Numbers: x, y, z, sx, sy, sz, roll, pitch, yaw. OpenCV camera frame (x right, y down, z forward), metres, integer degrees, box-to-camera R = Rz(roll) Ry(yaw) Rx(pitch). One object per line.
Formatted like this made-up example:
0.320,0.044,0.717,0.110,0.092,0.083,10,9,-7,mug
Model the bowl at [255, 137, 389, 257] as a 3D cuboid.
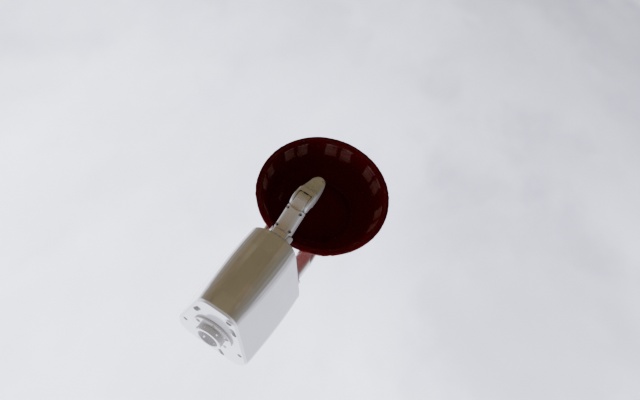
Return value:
0.001,0.001,0.594,0.162,0.162,0.055,0,-27,-9,bowl
